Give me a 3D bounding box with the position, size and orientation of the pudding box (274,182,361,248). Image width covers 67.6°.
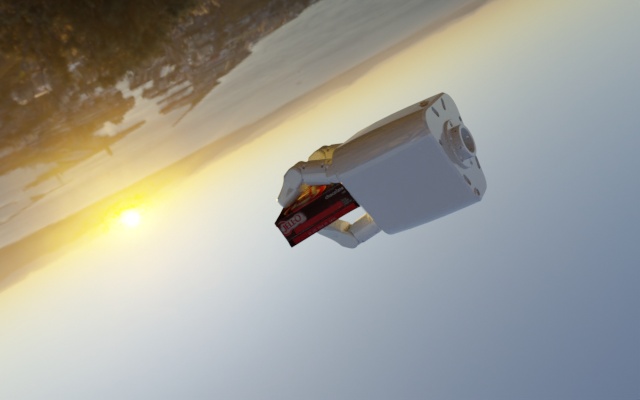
[{"bbox_3d":[0.000,0.002,0.547,0.090,0.039,0.113,-31,8,10],"label":"pudding box"}]
